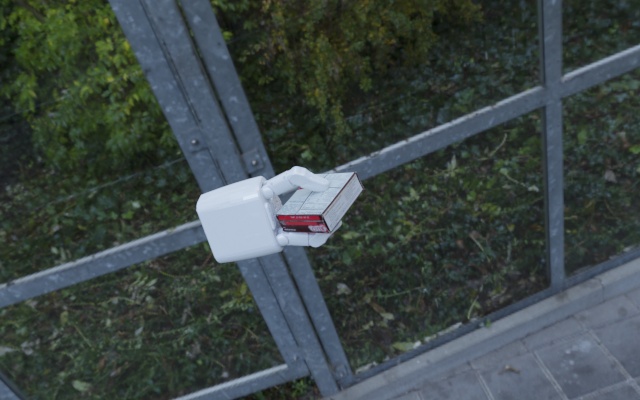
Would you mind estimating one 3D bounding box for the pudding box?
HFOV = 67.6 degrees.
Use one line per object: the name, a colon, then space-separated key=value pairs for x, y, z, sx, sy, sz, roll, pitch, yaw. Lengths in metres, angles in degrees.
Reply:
pudding box: x=0.000 y=0.002 z=0.718 sx=0.090 sy=0.039 sz=0.113 roll=0 pitch=38 yaw=38
